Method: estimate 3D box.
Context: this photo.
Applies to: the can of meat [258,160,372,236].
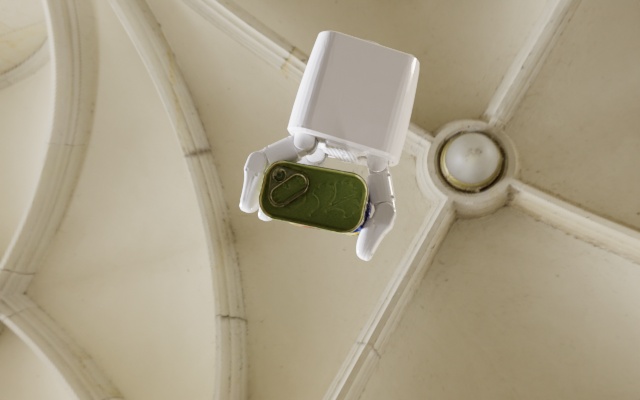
[{"bbox_3d":[0.000,0.002,0.482,0.102,0.057,0.084,11,-6,12],"label":"can of meat"}]
